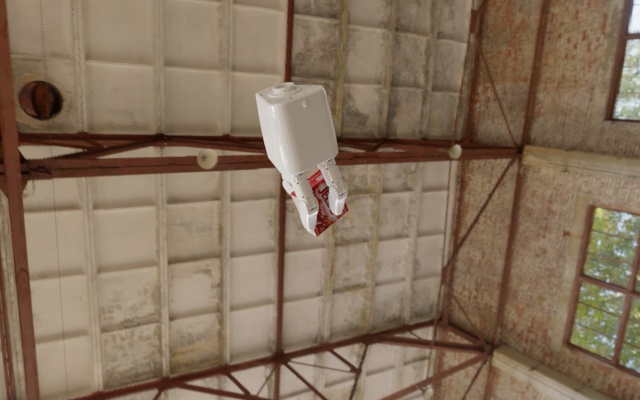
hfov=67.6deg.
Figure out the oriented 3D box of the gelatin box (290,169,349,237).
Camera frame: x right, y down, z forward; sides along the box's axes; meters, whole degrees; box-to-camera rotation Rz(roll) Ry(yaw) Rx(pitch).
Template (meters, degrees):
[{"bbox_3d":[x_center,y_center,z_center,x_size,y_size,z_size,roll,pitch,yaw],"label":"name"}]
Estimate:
[{"bbox_3d":[0.000,0.003,0.766,0.073,0.089,0.030,-39,41,-20],"label":"gelatin box"}]
